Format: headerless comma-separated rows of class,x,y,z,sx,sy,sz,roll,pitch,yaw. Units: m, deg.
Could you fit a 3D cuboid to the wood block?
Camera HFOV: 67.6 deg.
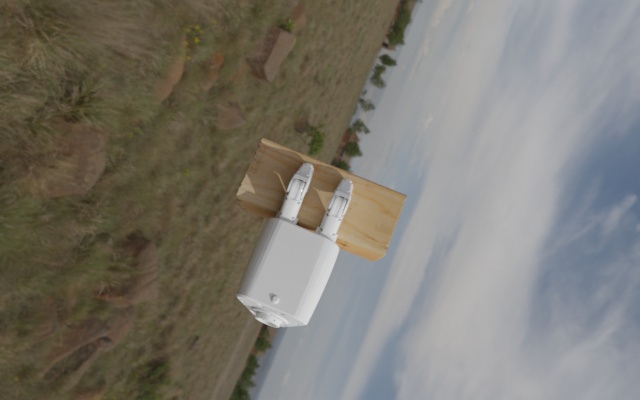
wood block,0.000,0.003,0.661,0.206,0.090,0.091,22,-12,1
